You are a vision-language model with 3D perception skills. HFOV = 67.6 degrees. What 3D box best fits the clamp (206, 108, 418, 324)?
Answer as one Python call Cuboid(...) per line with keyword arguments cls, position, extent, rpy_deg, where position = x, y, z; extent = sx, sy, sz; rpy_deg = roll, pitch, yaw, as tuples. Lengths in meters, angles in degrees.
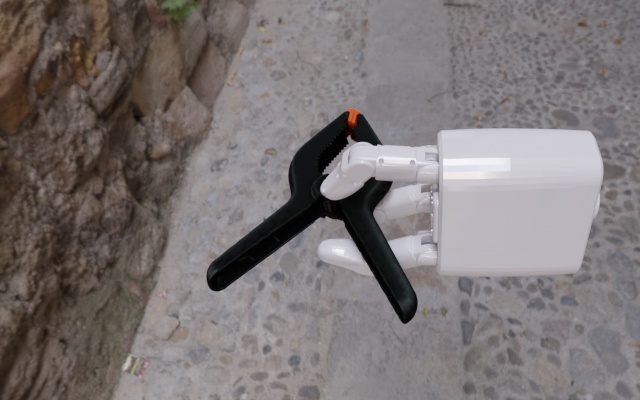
Cuboid(cls="clamp", position=(0.000, 0.000, 0.412), extent=(0.164, 0.209, 0.036), rpy_deg=(1, -37, 10))
